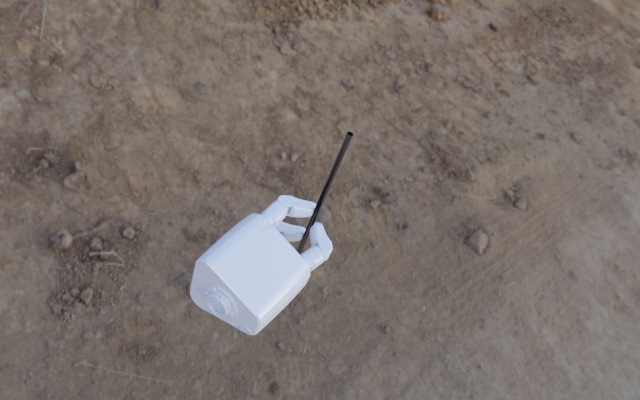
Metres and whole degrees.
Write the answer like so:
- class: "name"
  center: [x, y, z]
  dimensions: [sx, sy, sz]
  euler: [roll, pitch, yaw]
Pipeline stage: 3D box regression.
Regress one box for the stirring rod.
- class: "stirring rod"
  center: [0.000, 0.002, 0.654]
  dimensions: [0.011, 0.011, 0.240]
  euler: [0, -43, -24]
